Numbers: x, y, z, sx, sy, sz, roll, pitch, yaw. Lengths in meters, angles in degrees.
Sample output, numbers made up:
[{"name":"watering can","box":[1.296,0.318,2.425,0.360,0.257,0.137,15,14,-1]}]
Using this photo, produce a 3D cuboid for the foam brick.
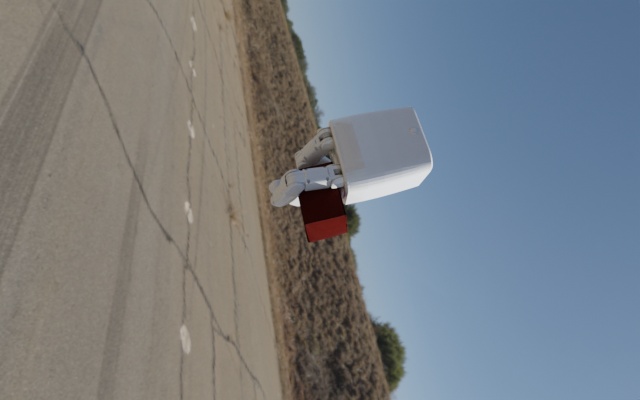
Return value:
[{"name":"foam brick","box":[0.000,0.002,0.582,0.051,0.078,0.053,-12,-28,-2]}]
